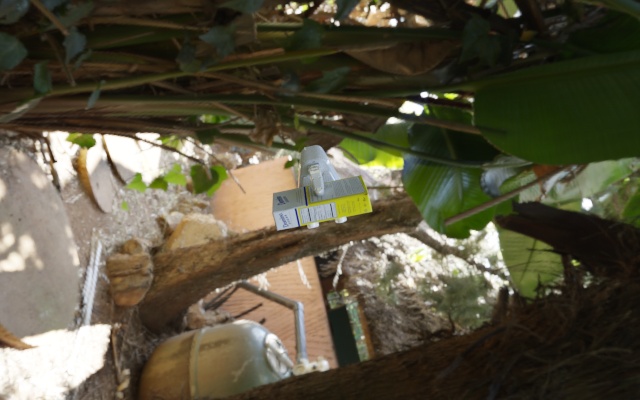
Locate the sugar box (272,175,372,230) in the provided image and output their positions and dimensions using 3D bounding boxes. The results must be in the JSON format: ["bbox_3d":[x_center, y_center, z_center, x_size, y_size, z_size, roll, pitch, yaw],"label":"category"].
[{"bbox_3d":[0.000,0.003,0.888,0.176,0.048,0.093,-13,24,2],"label":"sugar box"}]
